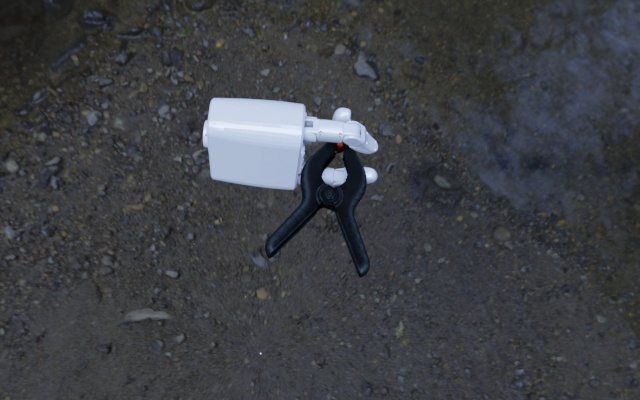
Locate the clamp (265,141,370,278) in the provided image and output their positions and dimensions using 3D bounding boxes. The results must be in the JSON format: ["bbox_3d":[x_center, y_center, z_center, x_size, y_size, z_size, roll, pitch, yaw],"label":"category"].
[{"bbox_3d":[0.000,0.002,0.562,0.120,0.171,0.039,5,-18,-6],"label":"clamp"}]
